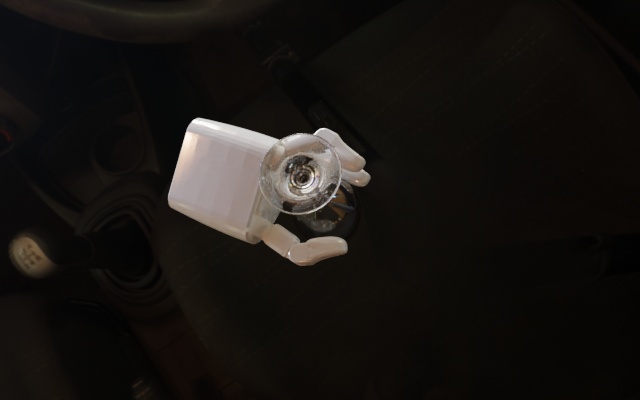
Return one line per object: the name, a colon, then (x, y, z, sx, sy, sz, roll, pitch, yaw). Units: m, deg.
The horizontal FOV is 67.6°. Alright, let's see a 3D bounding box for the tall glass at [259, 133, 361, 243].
tall glass: (0.000, 0.002, 0.506, 0.079, 0.079, 0.201, 0, -15, 11)
